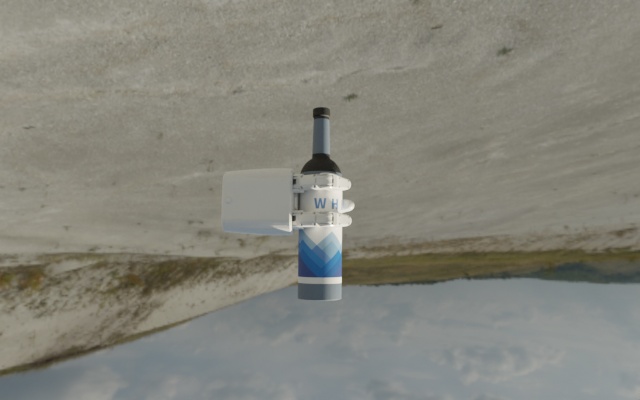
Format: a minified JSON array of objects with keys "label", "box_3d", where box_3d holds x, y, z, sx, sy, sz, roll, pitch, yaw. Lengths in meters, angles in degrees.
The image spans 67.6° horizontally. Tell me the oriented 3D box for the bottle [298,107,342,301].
[{"label":"bottle","box_3d":[0.000,0.003,0.739,0.069,0.295,0.069,1,-6,0]}]
